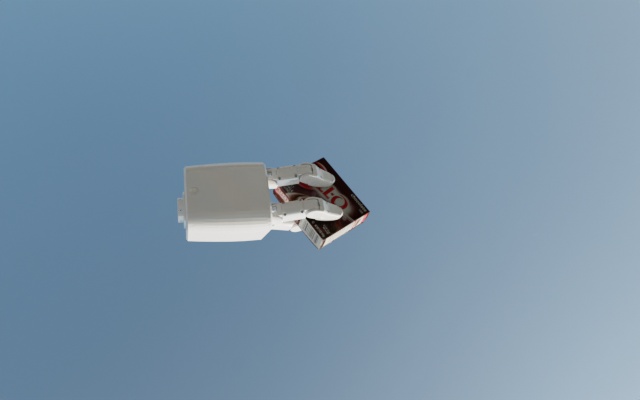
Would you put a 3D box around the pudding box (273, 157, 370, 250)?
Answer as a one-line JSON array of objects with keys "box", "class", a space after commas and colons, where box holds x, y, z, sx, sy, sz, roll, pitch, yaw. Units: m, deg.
[{"box": [0.000, 0.002, 0.682, 0.090, 0.113, 0.039, -30, -18, -29], "class": "pudding box"}]
